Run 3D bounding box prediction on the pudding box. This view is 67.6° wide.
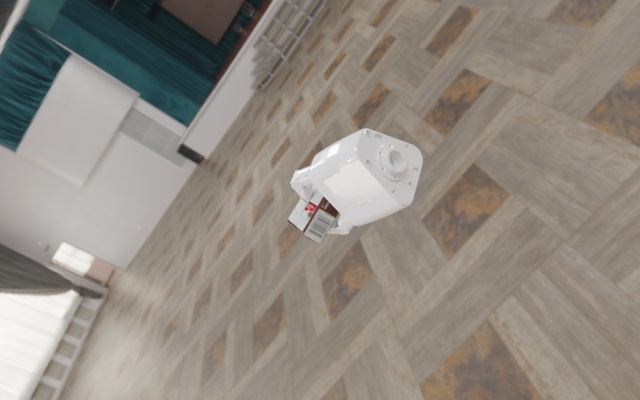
[{"bbox_3d":[0.000,0.002,0.749,0.039,0.113,0.090,33,-1,-21],"label":"pudding box"}]
